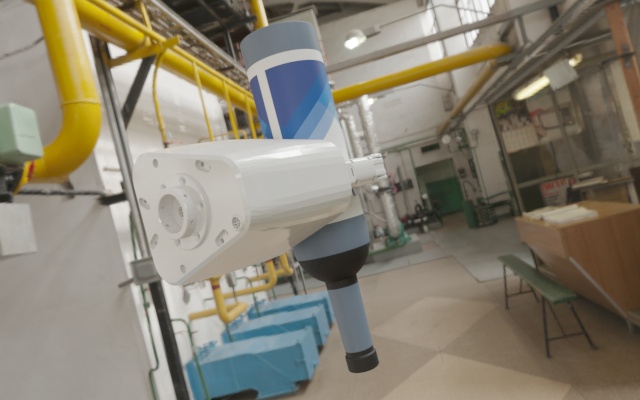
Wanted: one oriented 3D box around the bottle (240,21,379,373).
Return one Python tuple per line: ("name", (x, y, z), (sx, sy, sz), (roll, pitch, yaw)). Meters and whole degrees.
("bottle", (0.000, 0.001, 0.413), (0.069, 0.295, 0.069), (-15, 0, 0))
